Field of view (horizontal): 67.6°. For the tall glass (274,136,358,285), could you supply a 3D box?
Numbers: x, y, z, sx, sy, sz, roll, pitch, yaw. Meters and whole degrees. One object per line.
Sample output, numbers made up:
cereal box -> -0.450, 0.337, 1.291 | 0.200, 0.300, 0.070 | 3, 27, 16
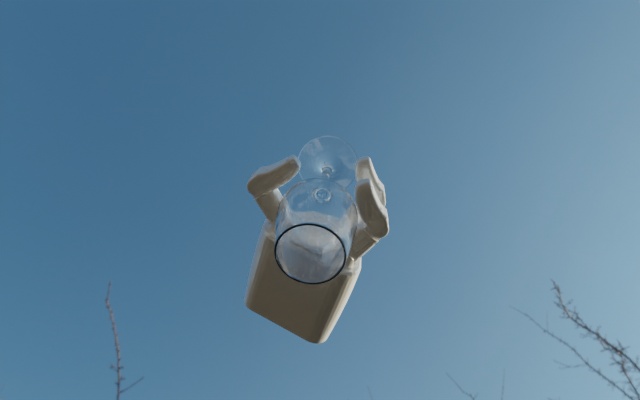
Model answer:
tall glass -> 0.000, 0.001, 0.490 | 0.079, 0.079, 0.201 | 0, 26, 6
